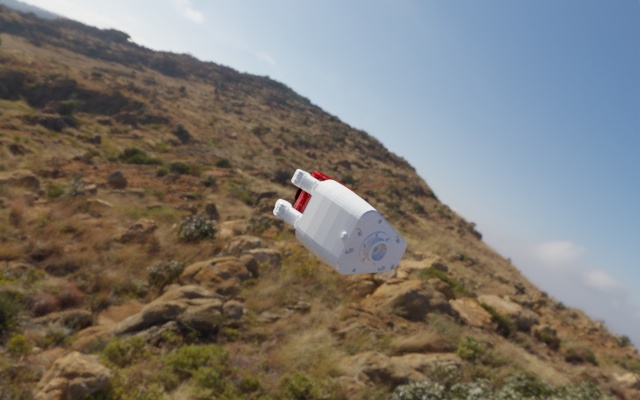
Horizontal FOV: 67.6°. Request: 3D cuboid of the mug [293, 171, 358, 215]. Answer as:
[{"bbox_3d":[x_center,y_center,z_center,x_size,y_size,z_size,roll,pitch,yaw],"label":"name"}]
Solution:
[{"bbox_3d":[0.000,0.002,0.758,0.093,0.081,0.117,24,8,-40],"label":"mug"}]
